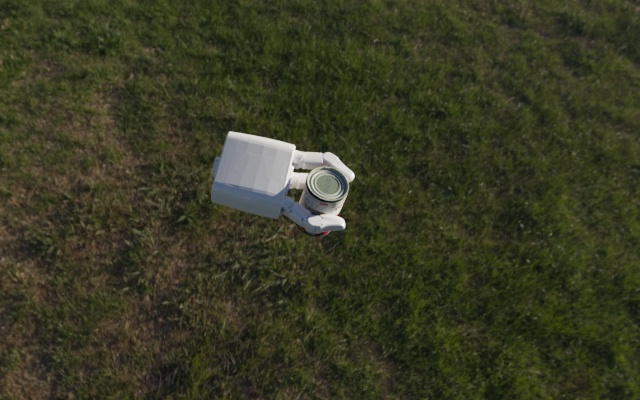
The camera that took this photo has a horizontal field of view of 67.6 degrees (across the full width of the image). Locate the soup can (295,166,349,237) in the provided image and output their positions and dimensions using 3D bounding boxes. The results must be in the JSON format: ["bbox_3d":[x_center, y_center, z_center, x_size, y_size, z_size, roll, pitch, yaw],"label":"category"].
[{"bbox_3d":[0.001,0.002,0.748,0.068,0.068,0.102,0,-34,-15],"label":"soup can"}]
